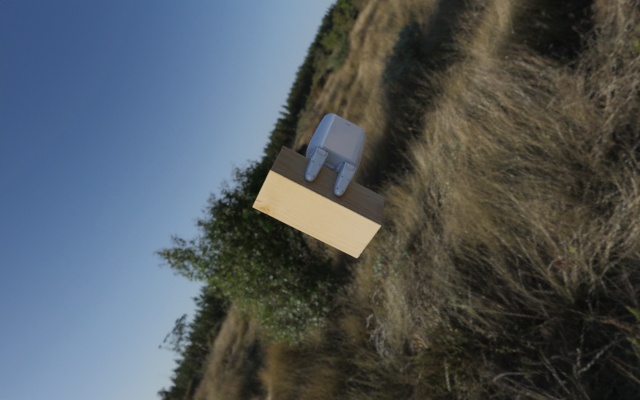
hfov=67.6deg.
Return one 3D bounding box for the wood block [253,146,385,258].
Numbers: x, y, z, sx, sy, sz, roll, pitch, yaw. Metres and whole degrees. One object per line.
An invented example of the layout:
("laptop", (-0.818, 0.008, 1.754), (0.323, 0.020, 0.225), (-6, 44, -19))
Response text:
("wood block", (0.000, 0.003, 0.843), (0.206, 0.091, 0.090), (26, 36, -6))
